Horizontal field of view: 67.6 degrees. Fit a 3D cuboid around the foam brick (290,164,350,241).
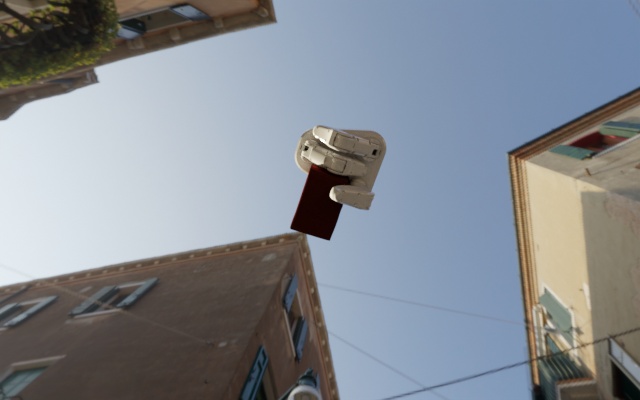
[{"bbox_3d":[0.000,0.002,0.593,0.053,0.078,0.051,19,11,-3],"label":"foam brick"}]
